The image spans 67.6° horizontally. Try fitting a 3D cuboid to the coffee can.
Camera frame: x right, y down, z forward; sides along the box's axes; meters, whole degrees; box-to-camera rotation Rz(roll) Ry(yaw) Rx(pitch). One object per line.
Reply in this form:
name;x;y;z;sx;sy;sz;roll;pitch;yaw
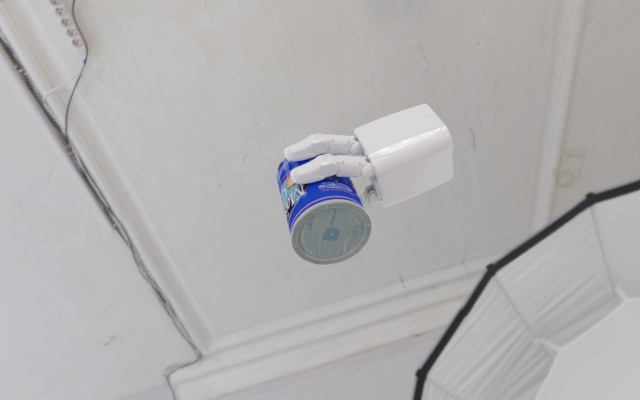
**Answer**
coffee can;0.000;0.002;0.648;0.103;0.103;0.140;0;36;-15
